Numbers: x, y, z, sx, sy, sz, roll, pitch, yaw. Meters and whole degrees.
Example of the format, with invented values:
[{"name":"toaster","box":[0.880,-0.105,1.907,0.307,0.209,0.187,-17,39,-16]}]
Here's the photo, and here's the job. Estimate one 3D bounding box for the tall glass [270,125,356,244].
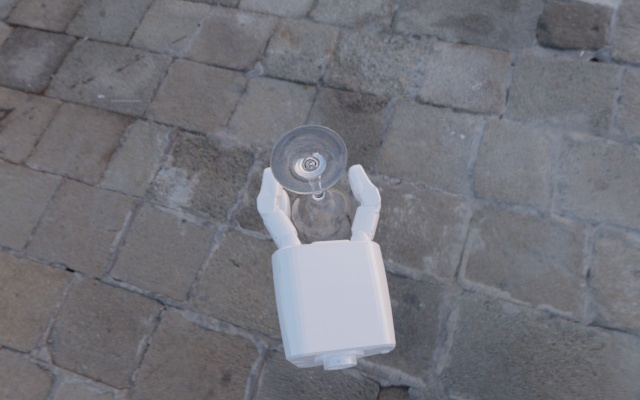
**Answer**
[{"name":"tall glass","box":[0.000,0.001,0.538,0.079,0.079,0.201,0,-24,7]}]
